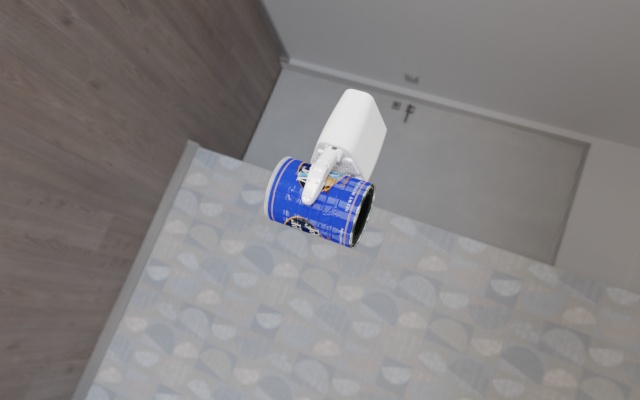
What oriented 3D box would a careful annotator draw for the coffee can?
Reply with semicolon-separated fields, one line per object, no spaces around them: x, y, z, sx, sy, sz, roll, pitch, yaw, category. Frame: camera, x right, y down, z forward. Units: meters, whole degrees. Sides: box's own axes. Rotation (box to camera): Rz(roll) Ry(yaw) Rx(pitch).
0.000;0.002;0.718;0.140;0.103;0.103;18;5;15;coffee can
